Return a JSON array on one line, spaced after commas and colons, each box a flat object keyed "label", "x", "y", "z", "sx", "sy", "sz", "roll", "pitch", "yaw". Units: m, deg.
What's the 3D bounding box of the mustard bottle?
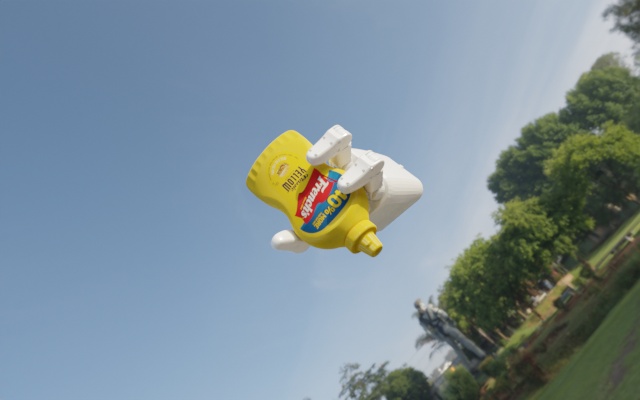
[{"label": "mustard bottle", "x": 0.000, "y": 0.002, "z": 0.572, "sx": 0.191, "sy": 0.096, "sz": 0.058, "roll": 41, "pitch": -1, "yaw": 28}]
